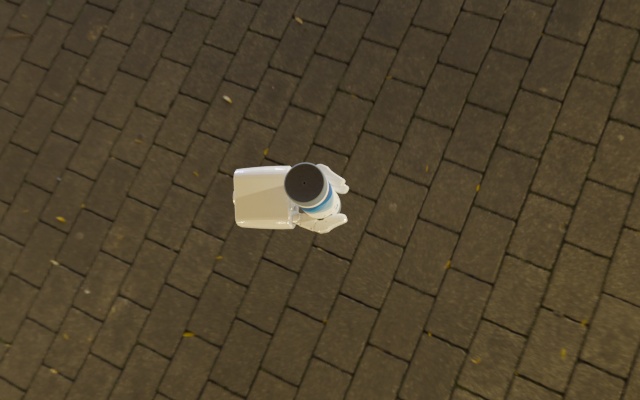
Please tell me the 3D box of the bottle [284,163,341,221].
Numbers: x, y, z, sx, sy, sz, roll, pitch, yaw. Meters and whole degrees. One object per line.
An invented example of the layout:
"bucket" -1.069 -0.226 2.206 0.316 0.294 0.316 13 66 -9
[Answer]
"bottle" 0.000 0.003 0.885 0.069 0.069 0.296 0 -12 10
